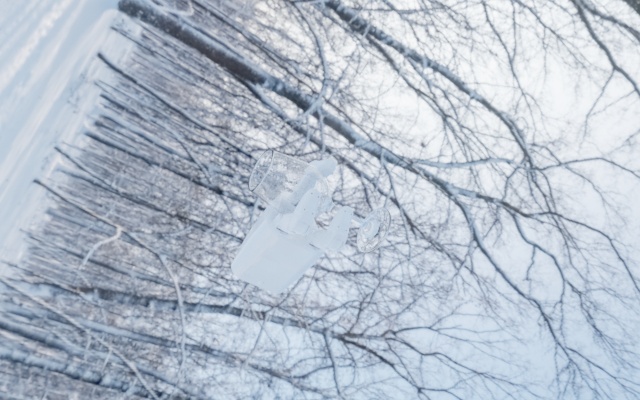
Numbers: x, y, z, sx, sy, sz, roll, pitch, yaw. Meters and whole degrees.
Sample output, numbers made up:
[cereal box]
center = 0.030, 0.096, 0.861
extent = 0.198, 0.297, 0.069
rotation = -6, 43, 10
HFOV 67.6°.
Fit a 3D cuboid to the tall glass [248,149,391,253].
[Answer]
[tall glass]
center = 0.001, 0.002, 0.667
extent = 0.201, 0.079, 0.079
rotation = 28, -13, -26
